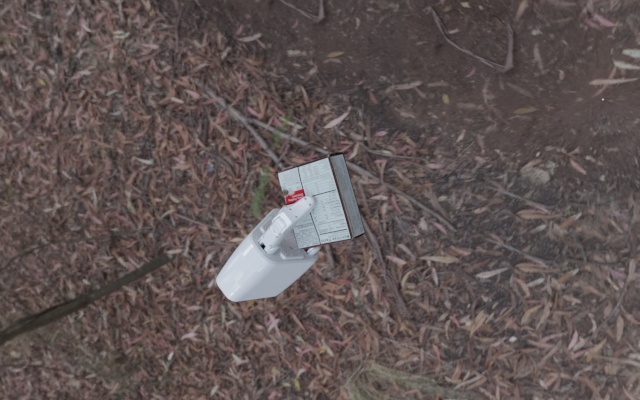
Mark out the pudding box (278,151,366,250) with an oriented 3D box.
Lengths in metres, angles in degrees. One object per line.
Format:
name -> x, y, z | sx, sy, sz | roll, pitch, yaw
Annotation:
pudding box -> 0.000, 0.002, 0.622 | 0.090, 0.113, 0.039 | -14, 4, 34
